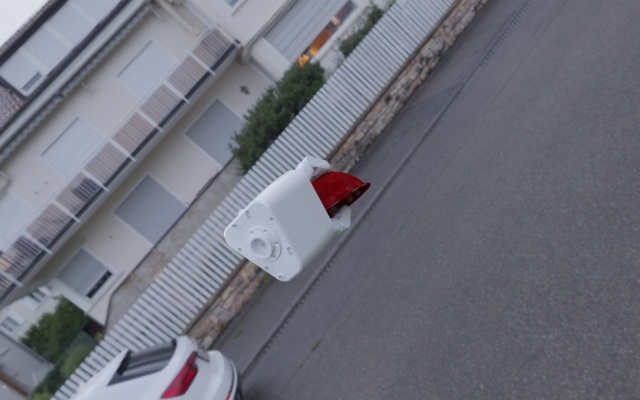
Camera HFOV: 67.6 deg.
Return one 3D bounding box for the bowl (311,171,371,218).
[{"bbox_3d":[0.000,0.002,0.759,0.162,0.055,0.162,-36,-8,-6],"label":"bowl"}]
